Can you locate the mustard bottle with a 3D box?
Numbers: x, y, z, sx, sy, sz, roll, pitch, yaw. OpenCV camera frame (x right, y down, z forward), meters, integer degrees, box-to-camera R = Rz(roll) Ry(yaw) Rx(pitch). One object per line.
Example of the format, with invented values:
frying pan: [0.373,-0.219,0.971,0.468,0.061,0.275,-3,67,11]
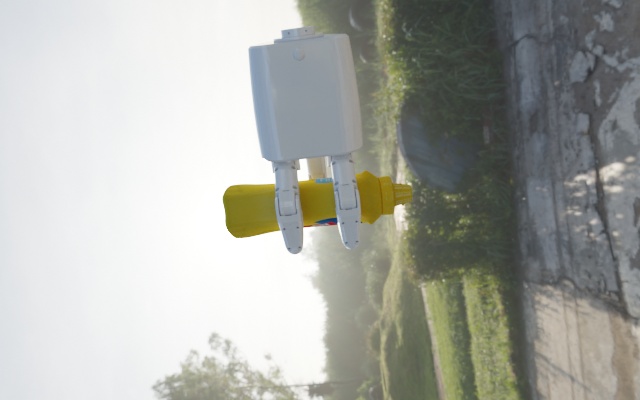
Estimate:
mustard bottle: [0.000,0.002,0.505,0.191,0.058,0.096,-7,-3,1]
